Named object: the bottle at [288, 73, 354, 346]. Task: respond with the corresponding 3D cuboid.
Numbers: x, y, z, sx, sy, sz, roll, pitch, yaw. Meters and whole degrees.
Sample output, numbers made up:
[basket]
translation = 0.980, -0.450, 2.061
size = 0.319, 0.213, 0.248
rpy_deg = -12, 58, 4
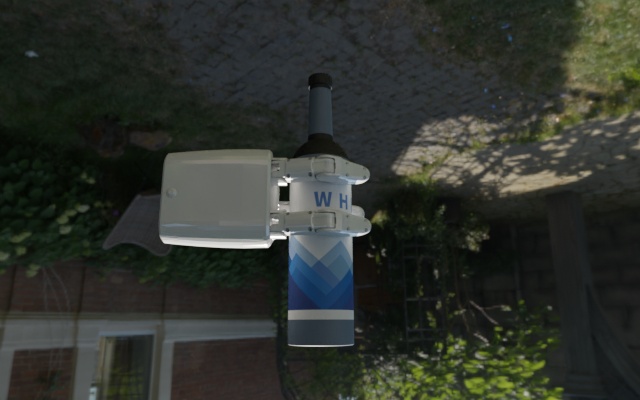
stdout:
[bottle]
translation = 0.000, 0.002, 0.513
size = 0.069, 0.295, 0.069
rpy_deg = 0, -14, 0
